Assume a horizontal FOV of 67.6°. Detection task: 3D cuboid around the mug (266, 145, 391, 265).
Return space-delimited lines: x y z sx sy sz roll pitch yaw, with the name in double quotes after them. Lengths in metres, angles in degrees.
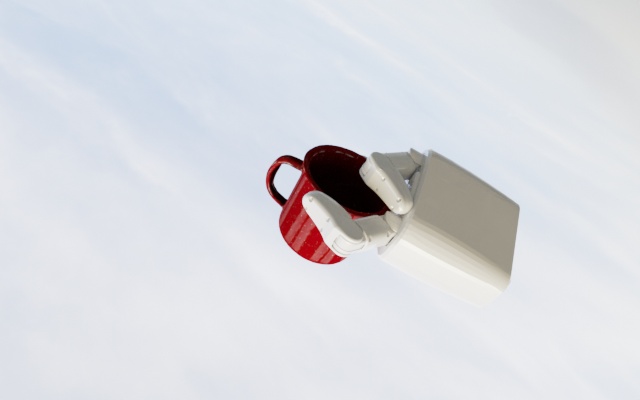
-0.001 0.001 0.456 0.117 0.081 0.093 29 37 -3 "mug"
